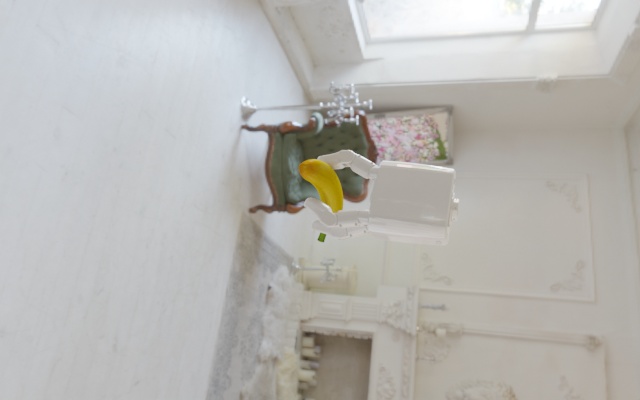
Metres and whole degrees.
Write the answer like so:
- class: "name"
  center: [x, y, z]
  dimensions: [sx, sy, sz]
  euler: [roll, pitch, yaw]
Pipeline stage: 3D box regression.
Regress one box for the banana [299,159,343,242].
- class: "banana"
  center: [0.007, -0.010, 0.735]
  dimensions: [0.037, 0.069, 0.198]
  euler: [12, -33, 20]
